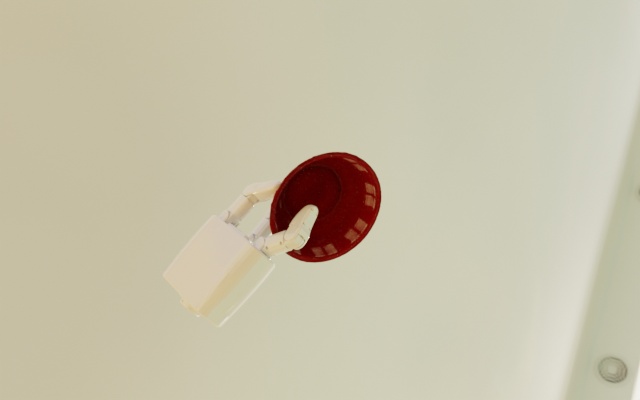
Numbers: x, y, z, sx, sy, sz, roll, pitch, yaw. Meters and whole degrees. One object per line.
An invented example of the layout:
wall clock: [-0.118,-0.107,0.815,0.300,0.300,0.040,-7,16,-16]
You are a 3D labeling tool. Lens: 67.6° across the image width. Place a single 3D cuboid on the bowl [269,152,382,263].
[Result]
bowl: [0.001,0.001,0.651,0.162,0.162,0.055,0,25,-25]
